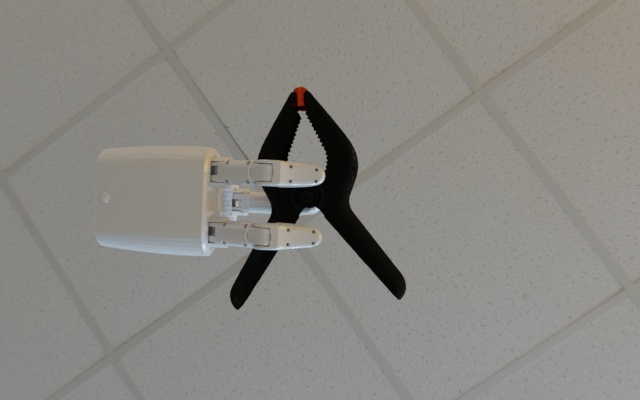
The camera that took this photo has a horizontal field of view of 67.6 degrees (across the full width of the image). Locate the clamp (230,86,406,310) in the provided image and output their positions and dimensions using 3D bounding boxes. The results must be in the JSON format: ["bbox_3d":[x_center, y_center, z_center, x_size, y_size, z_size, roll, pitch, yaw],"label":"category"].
[{"bbox_3d":[0.000,0.001,0.448,0.164,0.210,0.036,2,0,3],"label":"clamp"}]
